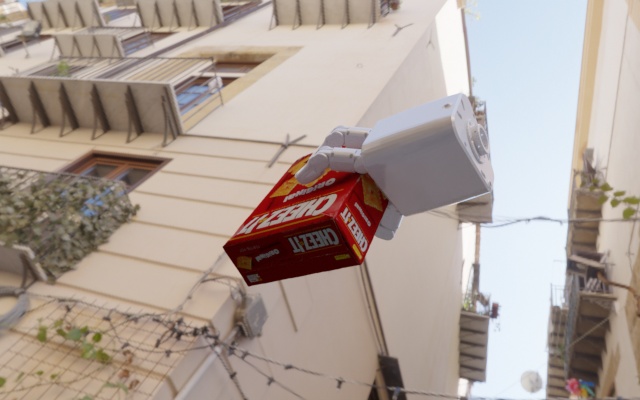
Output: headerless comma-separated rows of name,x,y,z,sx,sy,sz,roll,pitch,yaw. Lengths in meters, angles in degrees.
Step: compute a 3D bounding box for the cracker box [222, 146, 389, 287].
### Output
cracker box,0.000,0.002,0.598,0.164,0.072,0.213,-17,24,33
